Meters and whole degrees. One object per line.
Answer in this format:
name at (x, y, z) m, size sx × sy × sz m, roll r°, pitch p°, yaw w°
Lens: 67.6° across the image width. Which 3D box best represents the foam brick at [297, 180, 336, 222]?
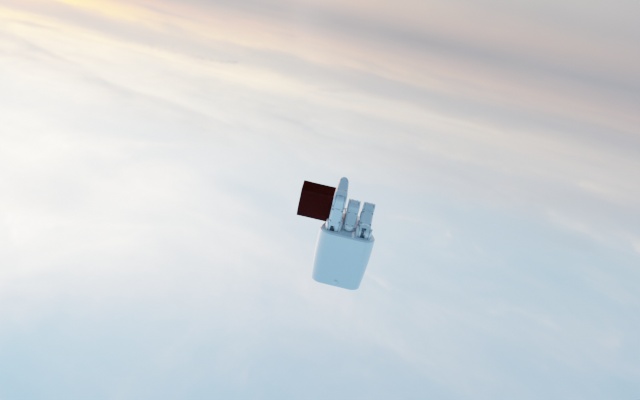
foam brick at (0.000, 0.003, 0.863) m, size 0.078 × 0.051 × 0.053 m, roll 13°, pitch 23°, yaw 1°
